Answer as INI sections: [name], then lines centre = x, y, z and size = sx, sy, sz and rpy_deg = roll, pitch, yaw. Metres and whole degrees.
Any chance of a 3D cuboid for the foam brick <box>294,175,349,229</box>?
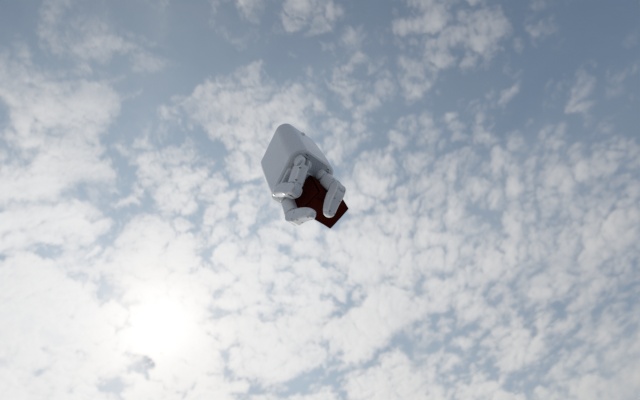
[foam brick]
centre = 0.000, 0.003, 0.835
size = 0.078, 0.053, 0.051
rpy_deg = 31, 19, -38
